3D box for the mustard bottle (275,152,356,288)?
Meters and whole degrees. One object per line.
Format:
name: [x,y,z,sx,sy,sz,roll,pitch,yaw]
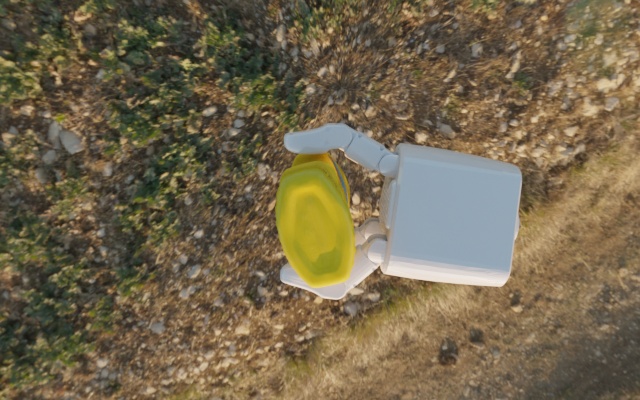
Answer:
mustard bottle: [0.000,0.002,0.449,0.058,0.096,0.191,-15,12,6]
